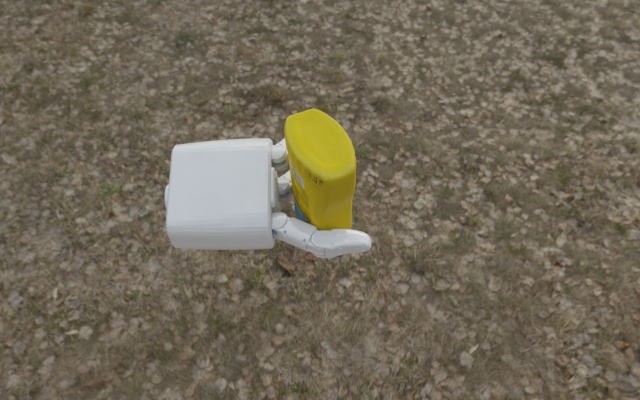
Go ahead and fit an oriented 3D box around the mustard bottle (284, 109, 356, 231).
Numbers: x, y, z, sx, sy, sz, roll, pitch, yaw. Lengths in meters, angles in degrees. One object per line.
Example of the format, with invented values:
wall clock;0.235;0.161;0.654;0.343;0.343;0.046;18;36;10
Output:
mustard bottle;0.000;0.001;0.518;0.058;0.096;0.192;-22;-35;-15
